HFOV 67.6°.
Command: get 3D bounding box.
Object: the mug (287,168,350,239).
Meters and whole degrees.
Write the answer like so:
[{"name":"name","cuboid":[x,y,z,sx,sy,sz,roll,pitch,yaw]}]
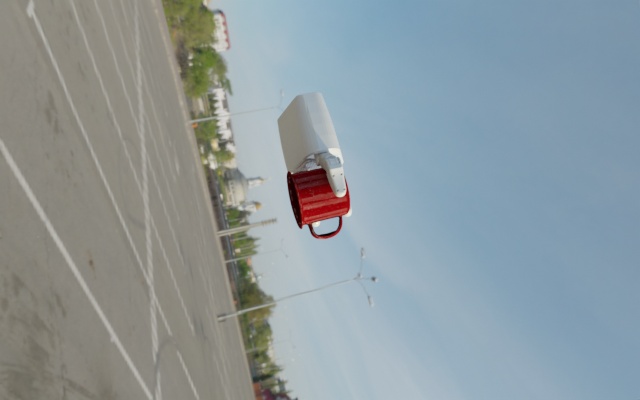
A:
[{"name":"mug","cuboid":[0.001,0.004,0.751,0.081,0.117,0.093,-13,-11,-11]}]
